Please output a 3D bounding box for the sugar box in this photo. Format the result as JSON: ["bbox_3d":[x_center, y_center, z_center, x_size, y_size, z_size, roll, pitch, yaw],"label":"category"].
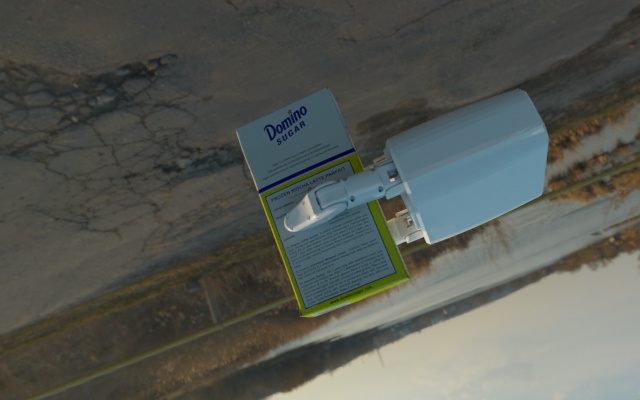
[{"bbox_3d":[0.000,0.002,0.412,0.093,0.176,0.048,-23,-17,8],"label":"sugar box"}]
